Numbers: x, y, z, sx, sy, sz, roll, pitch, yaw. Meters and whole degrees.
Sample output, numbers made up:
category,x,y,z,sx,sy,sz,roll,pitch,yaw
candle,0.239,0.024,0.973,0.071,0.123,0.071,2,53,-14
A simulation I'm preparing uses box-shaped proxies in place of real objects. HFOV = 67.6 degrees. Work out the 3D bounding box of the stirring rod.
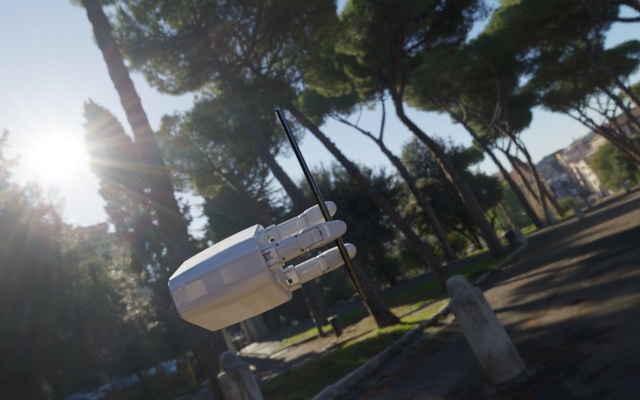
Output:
category,x,y,z,sx,sy,sz,roll,pitch,yaw
stirring rod,0.000,0.002,0.546,0.011,0.239,0.011,-24,-9,-4
